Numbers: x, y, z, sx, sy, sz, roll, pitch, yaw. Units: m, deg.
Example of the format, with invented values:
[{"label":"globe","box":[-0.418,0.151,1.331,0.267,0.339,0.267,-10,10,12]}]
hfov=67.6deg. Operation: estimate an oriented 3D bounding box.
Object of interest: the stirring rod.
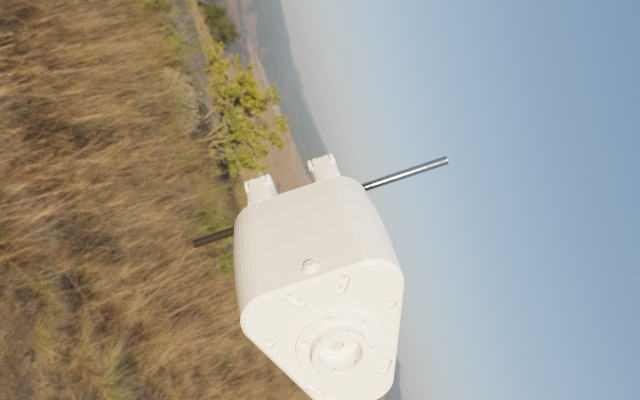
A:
[{"label":"stirring rod","box":[0.000,0.002,0.431,0.239,0.011,0.011,-18,0,0]}]
